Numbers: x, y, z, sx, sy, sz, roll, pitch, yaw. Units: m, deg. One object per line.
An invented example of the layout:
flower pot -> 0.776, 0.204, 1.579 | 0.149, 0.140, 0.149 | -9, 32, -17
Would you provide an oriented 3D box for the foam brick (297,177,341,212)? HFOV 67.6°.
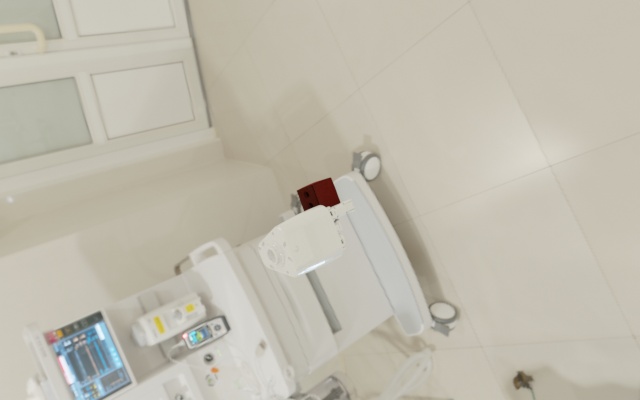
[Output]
foam brick -> 0.000, 0.003, 0.898 | 0.051, 0.078, 0.053 | -23, 3, -36
